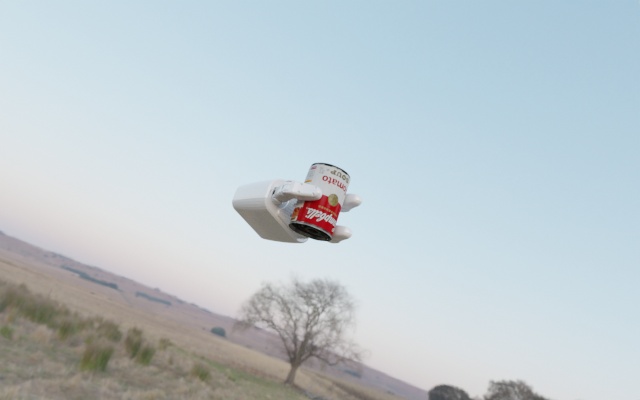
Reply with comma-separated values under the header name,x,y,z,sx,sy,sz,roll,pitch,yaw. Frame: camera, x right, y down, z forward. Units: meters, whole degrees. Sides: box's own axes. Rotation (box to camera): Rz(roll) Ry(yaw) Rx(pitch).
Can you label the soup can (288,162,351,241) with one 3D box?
name,x,y,z,sx,sy,sz,roll,pitch,yaw
soup can,0.000,0.002,0.723,0.068,0.102,0.068,17,-19,6
